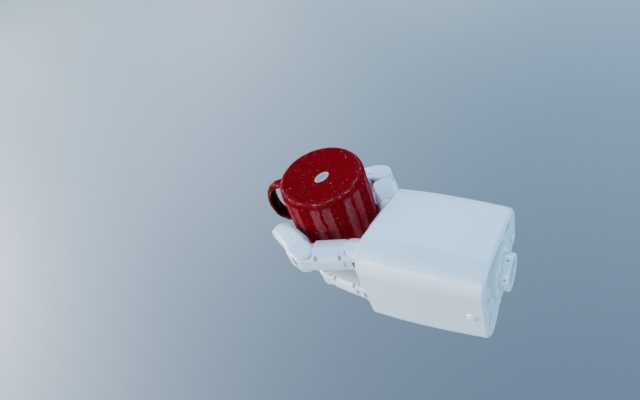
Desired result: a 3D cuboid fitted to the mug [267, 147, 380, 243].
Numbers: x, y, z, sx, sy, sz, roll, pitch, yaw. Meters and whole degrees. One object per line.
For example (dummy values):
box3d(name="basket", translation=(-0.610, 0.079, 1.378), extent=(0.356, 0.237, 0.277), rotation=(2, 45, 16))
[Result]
box3d(name="mug", translation=(-0.001, 0.001, 0.472), extent=(0.117, 0.093, 0.082), rotation=(8, -39, 28))
